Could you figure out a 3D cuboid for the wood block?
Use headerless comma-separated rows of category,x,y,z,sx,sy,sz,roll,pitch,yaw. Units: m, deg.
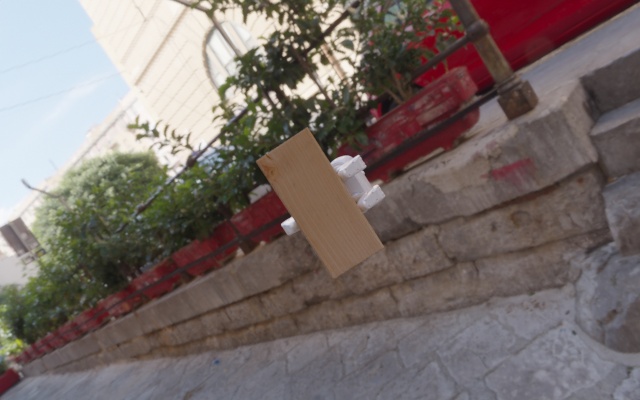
wood block,0.000,0.002,0.727,0.091,0.206,0.090,-33,5,3
